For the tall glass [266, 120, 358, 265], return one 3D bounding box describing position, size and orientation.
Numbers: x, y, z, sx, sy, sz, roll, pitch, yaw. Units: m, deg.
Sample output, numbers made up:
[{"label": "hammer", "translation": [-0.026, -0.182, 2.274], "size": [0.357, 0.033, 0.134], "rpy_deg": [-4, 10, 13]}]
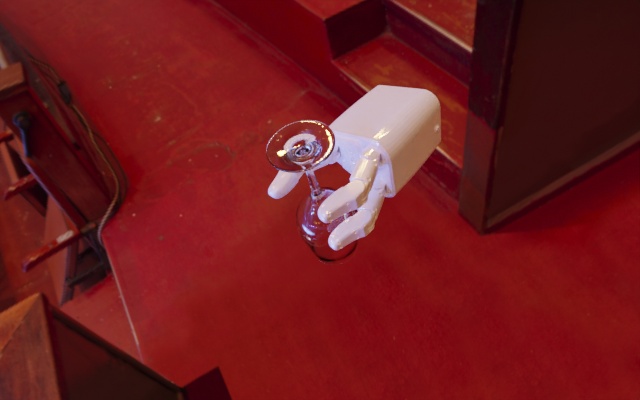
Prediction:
[{"label": "tall glass", "translation": [0.000, 0.002, 0.572], "size": [0.079, 0.079, 0.201], "rpy_deg": [0, -37, 15]}]
